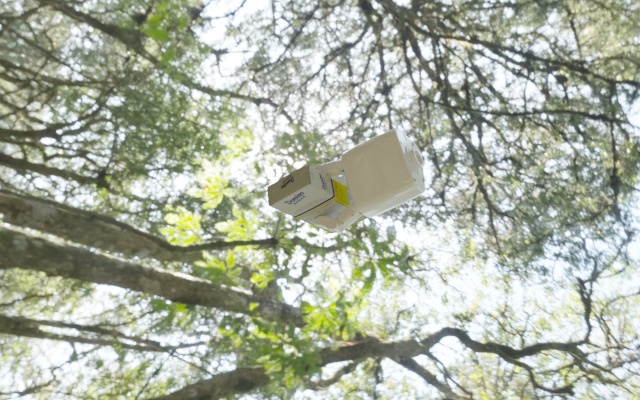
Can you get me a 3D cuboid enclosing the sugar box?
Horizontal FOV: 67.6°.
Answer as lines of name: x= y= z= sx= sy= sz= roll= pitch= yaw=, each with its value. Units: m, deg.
sugar box: x=0.000 y=0.002 z=0.830 sx=0.093 sy=0.048 sz=0.176 roll=-27 pitch=-36 yaw=28
